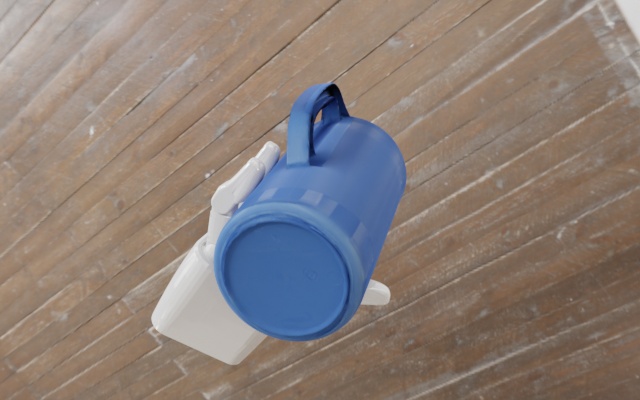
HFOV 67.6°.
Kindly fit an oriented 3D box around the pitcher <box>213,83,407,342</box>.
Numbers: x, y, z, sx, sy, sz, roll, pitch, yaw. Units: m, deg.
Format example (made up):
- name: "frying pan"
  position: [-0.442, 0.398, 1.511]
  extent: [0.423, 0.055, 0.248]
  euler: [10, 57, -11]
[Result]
- name: "pitcher"
  position: [0.000, 0.002, 0.423]
  extent: [0.149, 0.145, 0.242]
  euler: [39, 24, -3]
